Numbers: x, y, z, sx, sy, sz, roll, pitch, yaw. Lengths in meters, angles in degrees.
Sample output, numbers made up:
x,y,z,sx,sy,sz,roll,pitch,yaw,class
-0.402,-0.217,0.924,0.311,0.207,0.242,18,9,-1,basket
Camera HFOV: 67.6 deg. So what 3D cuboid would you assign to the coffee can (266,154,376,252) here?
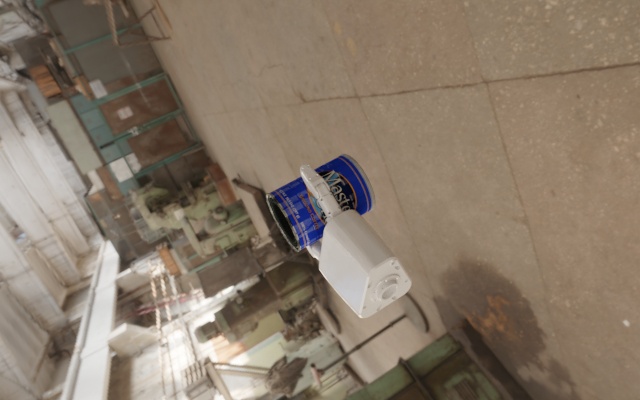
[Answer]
x,y,z,sx,sy,sz,roll,pitch,yaw,class
0.000,0.002,0.752,0.140,0.103,0.103,-29,8,-15,coffee can
